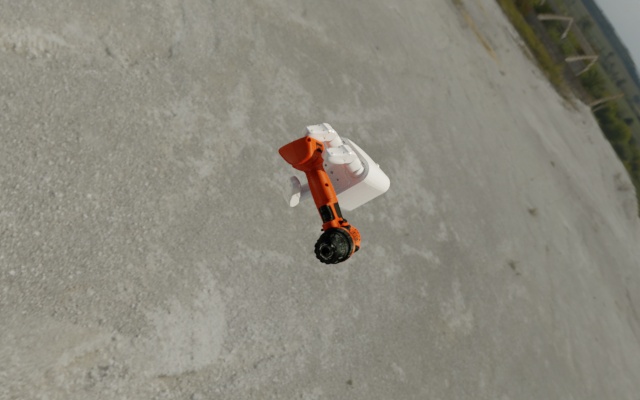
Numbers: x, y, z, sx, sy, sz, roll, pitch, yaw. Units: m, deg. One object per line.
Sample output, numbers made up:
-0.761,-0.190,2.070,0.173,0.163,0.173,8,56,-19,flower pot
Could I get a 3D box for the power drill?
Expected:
0.000,0.002,0.708,0.057,0.187,0.184,-21,-4,10,power drill
